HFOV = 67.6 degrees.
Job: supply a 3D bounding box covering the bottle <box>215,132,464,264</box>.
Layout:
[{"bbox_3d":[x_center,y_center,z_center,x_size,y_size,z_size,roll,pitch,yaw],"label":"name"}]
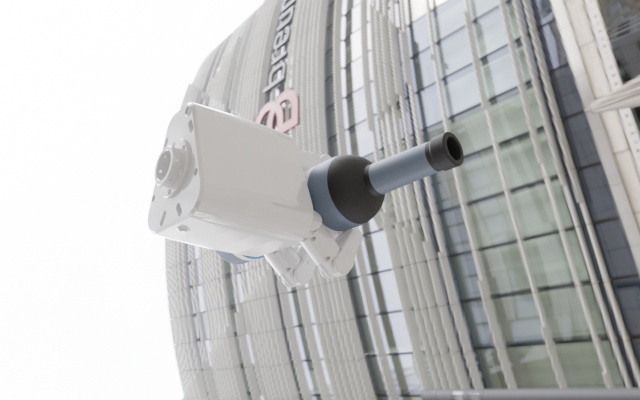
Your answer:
[{"bbox_3d":[0.000,0.002,0.456,0.069,0.069,0.296,0,-16,-45],"label":"bottle"}]
